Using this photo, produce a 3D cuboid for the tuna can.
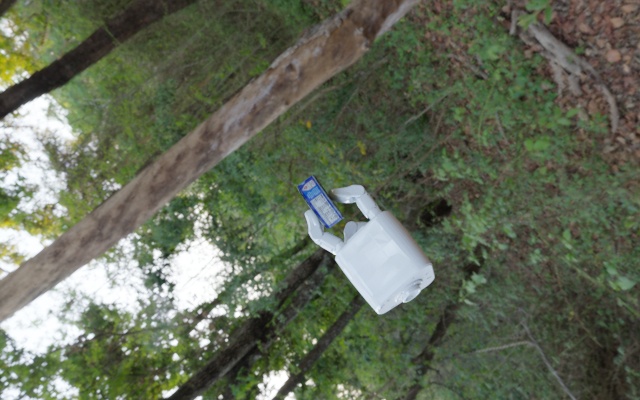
[{"bbox_3d":[0.000,0.003,0.759,0.034,0.086,0.086,-36,-2,2],"label":"tuna can"}]
